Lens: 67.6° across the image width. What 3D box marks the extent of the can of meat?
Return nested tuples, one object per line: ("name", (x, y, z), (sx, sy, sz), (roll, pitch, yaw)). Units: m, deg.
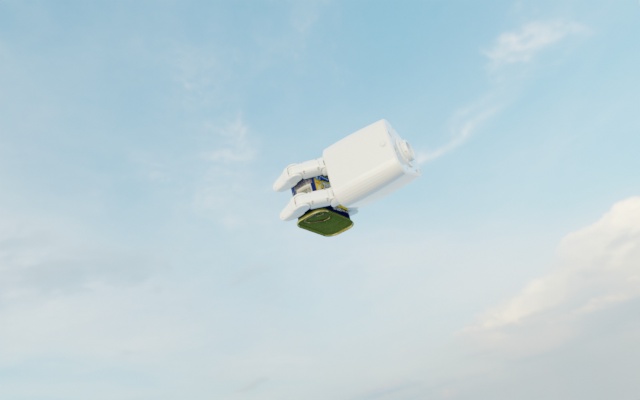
("can of meat", (0.000, 0.002, 0.761), (0.057, 0.084, 0.102), (-29, -31, 27))
